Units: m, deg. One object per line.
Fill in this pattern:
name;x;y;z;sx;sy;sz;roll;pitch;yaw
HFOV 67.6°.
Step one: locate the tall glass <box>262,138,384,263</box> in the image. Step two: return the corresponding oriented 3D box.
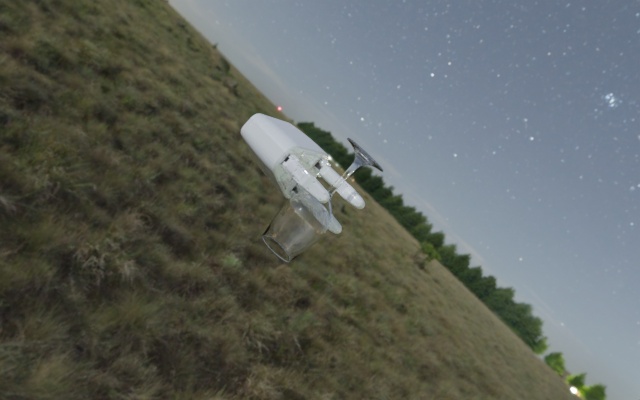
tall glass;0.001;0.002;0.729;0.079;0.201;0.079;43;4;-3
